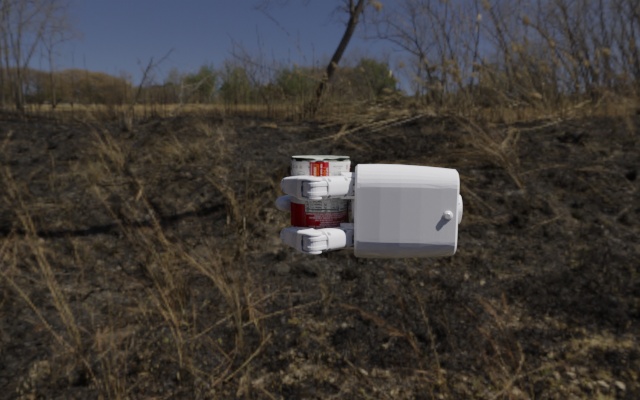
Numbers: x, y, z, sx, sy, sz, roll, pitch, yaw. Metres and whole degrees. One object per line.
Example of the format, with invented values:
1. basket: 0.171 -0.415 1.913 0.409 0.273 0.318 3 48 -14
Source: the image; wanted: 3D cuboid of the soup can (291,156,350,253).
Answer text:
1. soup can: 0.000 0.001 0.537 0.068 0.102 0.068 0 7 0
